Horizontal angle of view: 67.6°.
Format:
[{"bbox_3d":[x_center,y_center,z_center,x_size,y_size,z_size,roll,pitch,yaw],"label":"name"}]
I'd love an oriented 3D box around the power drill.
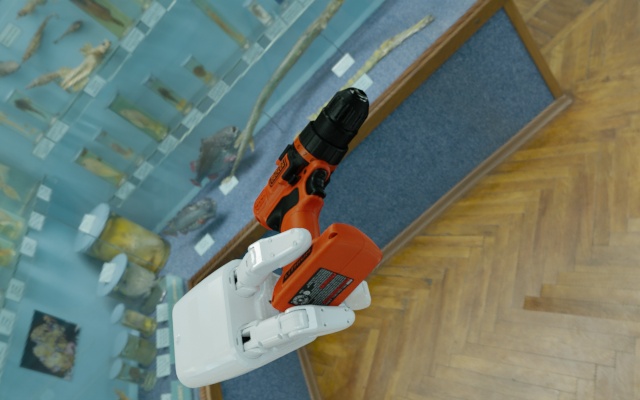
[{"bbox_3d":[0.000,0.002,0.452,0.057,0.184,0.187,23,31,-25],"label":"power drill"}]
